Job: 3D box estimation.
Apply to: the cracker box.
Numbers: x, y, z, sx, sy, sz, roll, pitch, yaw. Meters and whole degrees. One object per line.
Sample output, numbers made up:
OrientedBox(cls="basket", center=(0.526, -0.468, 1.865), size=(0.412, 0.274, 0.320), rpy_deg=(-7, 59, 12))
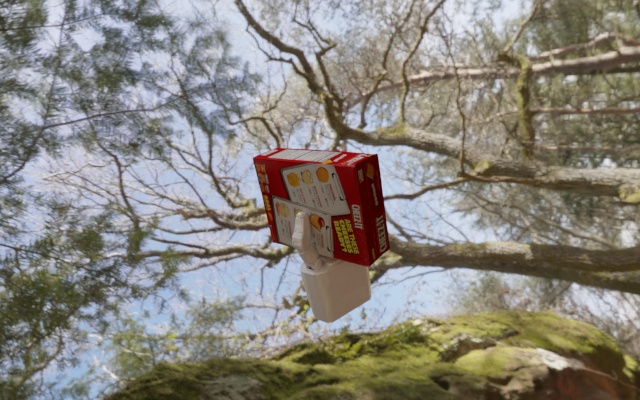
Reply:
OrientedBox(cls="cracker box", center=(0.000, 0.003, 0.776), size=(0.213, 0.164, 0.072), rpy_deg=(8, 28, 39))
